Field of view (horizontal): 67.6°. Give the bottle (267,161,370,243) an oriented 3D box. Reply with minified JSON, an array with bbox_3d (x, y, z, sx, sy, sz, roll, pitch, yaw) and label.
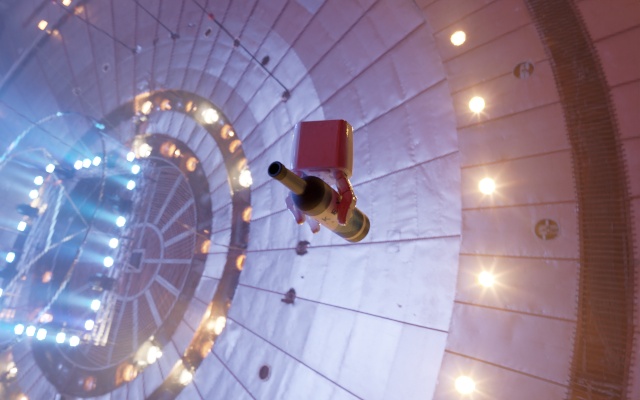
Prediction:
[{"bbox_3d":[0.000,0.003,0.854,0.069,0.069,0.296,0,-21,31],"label":"bottle"}]
